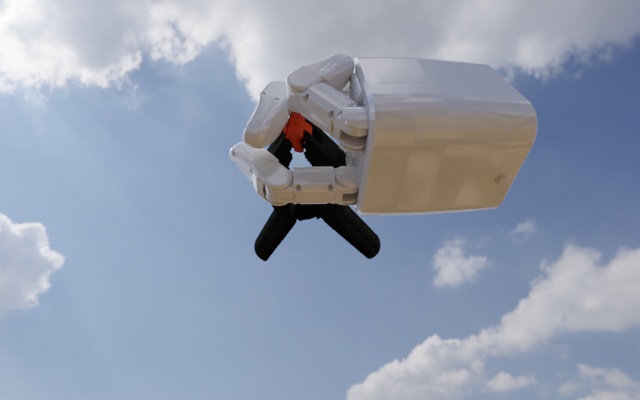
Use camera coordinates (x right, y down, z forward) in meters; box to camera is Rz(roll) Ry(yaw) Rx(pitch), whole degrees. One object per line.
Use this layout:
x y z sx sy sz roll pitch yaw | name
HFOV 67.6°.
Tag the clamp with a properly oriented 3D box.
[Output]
0.000 0.001 0.411 0.120 0.039 0.172 -1 -39 -5 | clamp
